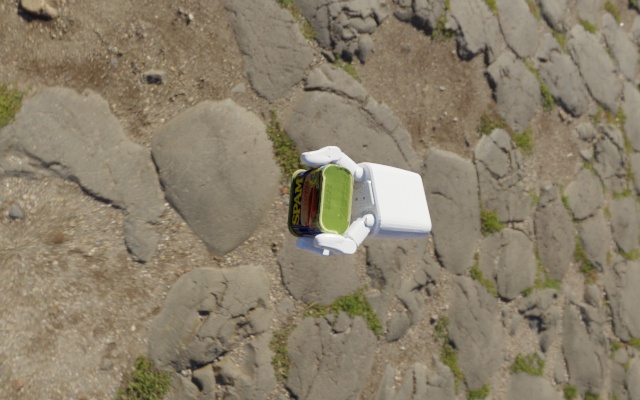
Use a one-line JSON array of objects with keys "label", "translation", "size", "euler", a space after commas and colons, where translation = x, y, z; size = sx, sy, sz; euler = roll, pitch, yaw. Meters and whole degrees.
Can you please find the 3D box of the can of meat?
[{"label": "can of meat", "translation": [0.000, 0.002, 0.681], "size": [0.057, 0.102, 0.084], "euler": [10, -10, -32]}]
